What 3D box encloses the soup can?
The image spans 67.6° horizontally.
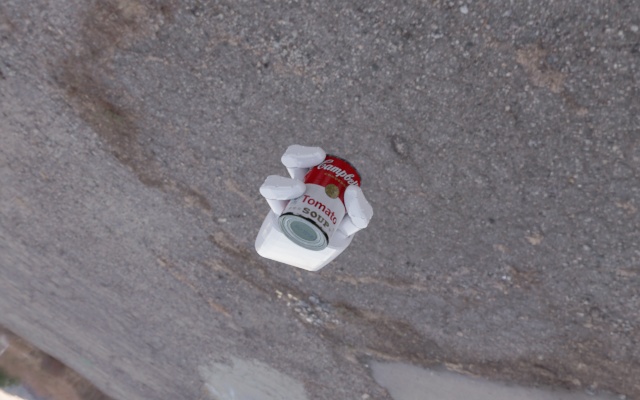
[{"bbox_3d":[0.000,0.002,0.581,0.068,0.102,0.069,21,-34,15],"label":"soup can"}]
